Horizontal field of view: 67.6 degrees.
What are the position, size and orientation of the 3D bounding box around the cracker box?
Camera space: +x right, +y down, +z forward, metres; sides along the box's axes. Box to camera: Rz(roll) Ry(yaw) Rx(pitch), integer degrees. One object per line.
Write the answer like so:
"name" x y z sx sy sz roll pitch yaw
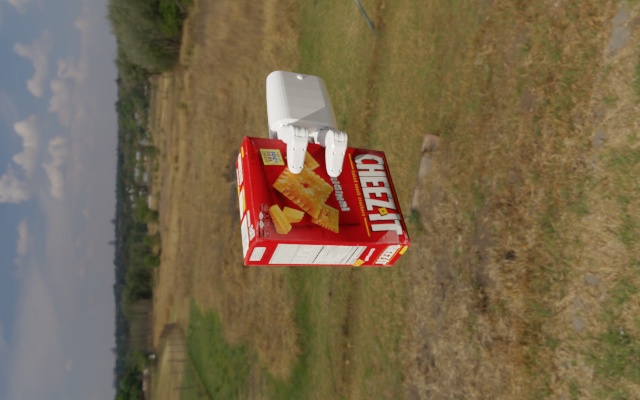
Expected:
"cracker box" 0.000 0.002 0.652 0.214 0.164 0.072 3 -34 -21
